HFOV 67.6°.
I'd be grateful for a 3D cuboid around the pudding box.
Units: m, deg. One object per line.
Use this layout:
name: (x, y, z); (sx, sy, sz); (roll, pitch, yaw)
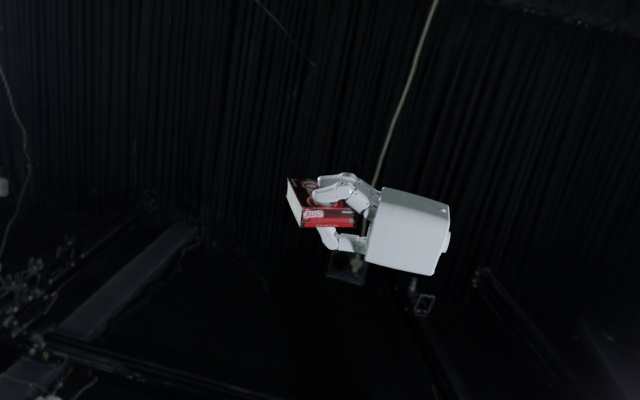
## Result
pudding box: (0.000, 0.003, 0.749); (0.090, 0.039, 0.113); (2, 23, -18)
